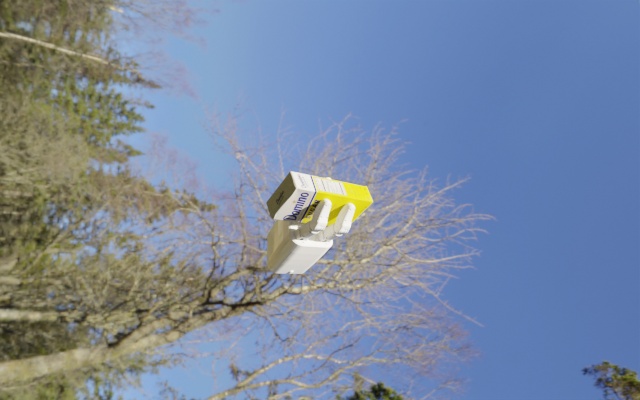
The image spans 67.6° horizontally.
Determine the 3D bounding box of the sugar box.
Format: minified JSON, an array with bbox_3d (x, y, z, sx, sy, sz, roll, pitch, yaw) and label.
[{"bbox_3d":[0.000,0.003,0.876,0.176,0.048,0.093,6,-41,-37],"label":"sugar box"}]
